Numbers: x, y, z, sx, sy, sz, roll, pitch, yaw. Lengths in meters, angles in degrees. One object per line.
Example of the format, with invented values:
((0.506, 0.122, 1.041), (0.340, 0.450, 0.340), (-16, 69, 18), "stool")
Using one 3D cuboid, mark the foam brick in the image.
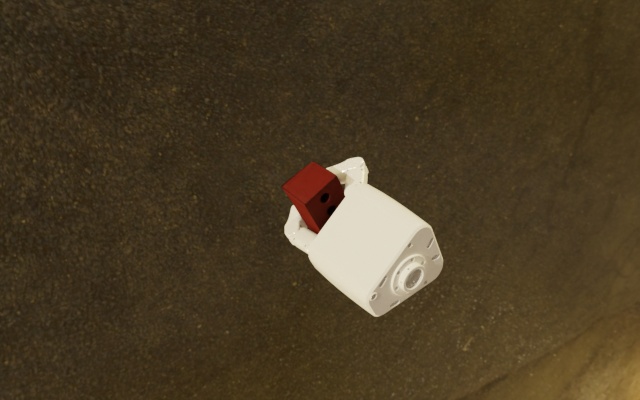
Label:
((0.000, 0.002, 0.581), (0.053, 0.078, 0.051), (-41, 42, -12), "foam brick")
